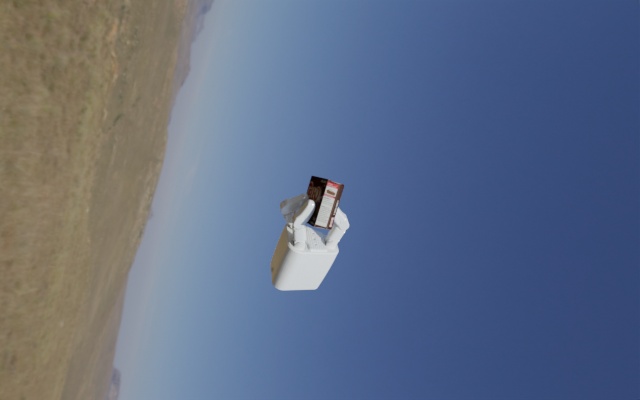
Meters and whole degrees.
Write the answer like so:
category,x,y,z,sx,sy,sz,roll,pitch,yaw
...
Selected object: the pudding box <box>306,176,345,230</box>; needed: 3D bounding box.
category,x,y,z,sx,sy,sz,roll,pitch,yaw
pudding box,0.000,0.003,0.899,0.039,0.090,0.113,15,1,-20
